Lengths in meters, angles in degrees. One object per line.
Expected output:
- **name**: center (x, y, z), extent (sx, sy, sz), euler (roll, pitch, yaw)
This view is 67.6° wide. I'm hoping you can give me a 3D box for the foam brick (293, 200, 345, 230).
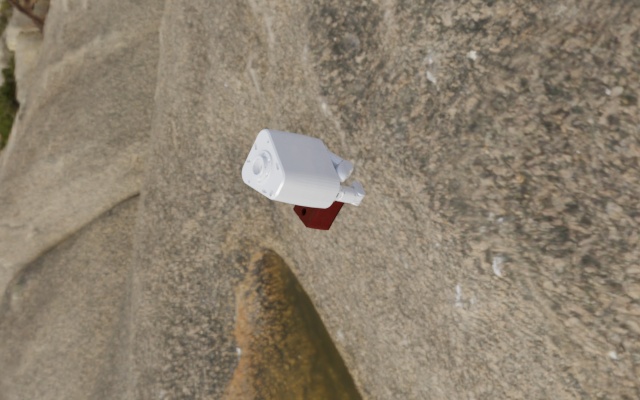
- **foam brick**: center (0.000, 0.003, 0.791), extent (0.051, 0.078, 0.053), euler (7, 32, -41)
